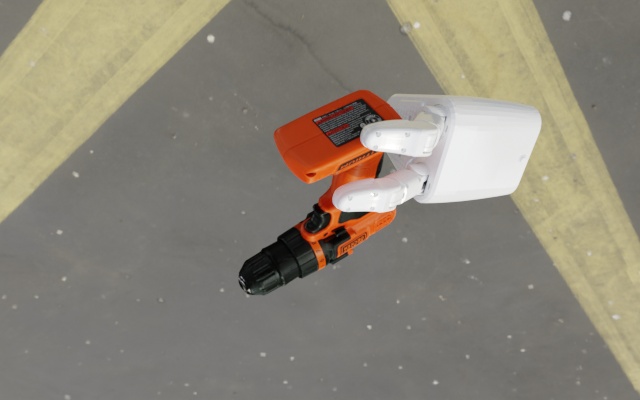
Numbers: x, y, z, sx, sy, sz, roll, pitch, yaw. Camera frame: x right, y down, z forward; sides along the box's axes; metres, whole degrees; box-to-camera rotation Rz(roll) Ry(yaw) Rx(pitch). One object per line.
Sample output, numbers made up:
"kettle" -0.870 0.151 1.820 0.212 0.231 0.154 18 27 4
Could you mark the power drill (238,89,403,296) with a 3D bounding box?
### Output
"power drill" 0.000 0.001 0.439 0.184 0.057 0.188 -30 -28 -21
